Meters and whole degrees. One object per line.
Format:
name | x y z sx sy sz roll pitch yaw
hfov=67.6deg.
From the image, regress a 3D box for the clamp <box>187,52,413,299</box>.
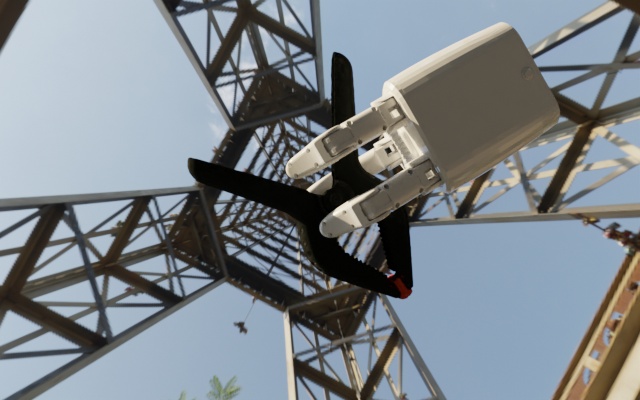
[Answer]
clamp | 0.000 0.002 0.406 0.164 0.210 0.036 -30 0 -3
